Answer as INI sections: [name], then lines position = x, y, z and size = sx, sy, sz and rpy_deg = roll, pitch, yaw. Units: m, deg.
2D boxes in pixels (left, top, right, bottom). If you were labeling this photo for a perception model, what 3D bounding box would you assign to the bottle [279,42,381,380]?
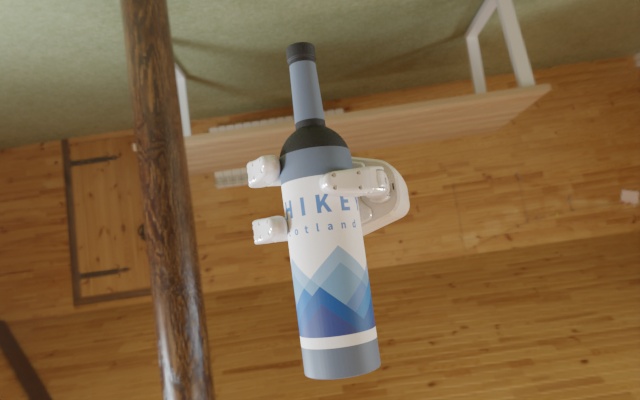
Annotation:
[bottle]
position = 0.000, 0.002, 0.431
size = 0.069, 0.295, 0.069
rpy_deg = -7, -7, -1
